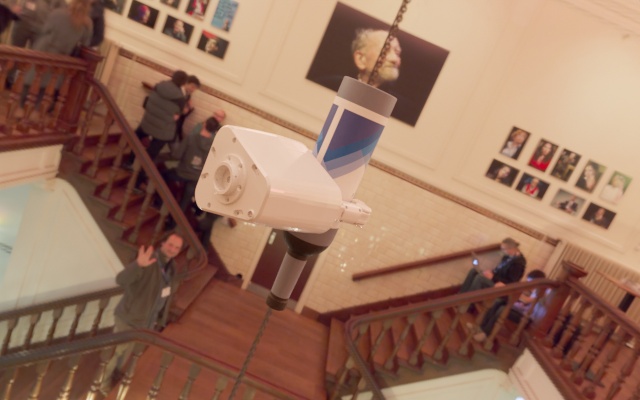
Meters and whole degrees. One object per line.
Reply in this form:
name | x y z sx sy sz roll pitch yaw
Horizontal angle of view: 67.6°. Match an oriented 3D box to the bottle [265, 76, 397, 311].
bottle | 0.000 0.002 0.579 0.069 0.296 0.069 23 12 -5
